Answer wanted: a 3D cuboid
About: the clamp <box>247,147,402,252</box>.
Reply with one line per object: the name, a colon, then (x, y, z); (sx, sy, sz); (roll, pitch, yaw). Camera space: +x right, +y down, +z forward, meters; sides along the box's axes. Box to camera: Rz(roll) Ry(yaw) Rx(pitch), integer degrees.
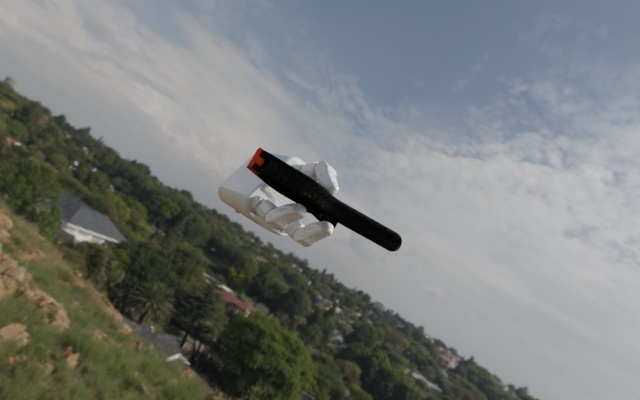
clamp: (0.000, 0.001, 0.614); (0.210, 0.036, 0.164); (37, -13, -37)
